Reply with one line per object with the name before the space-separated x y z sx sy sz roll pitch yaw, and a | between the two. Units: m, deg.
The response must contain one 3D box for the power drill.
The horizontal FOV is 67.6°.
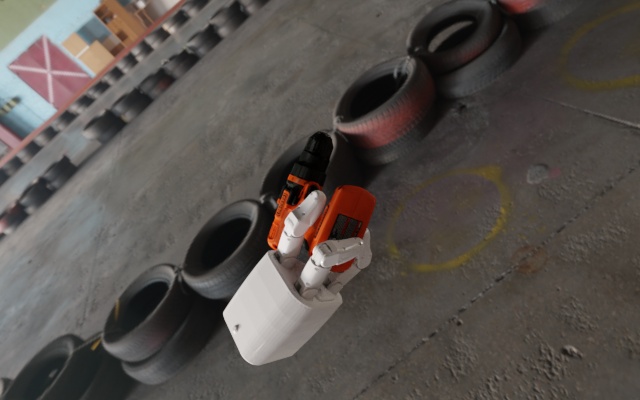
power drill | 0.000 0.002 0.633 0.057 0.184 0.187 18 5 -24
